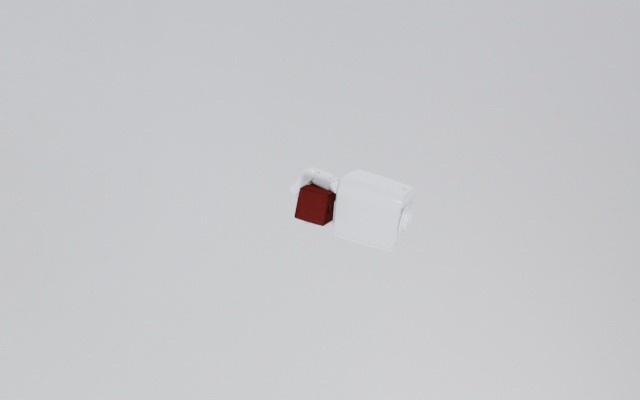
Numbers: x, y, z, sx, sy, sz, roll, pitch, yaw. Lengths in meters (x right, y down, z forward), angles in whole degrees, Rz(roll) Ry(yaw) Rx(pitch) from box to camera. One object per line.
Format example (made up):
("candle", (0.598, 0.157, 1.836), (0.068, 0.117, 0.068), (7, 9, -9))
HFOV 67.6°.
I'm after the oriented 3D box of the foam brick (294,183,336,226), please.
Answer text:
("foam brick", (0.000, 0.003, 0.783), (0.051, 0.053, 0.078), (17, 19, 20))
